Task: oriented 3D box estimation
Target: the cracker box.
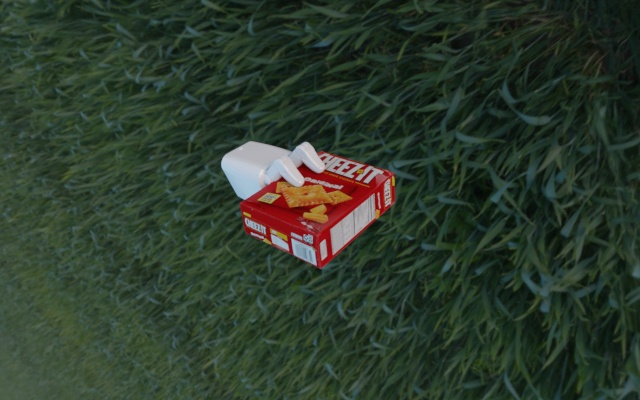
[{"bbox_3d":[0.000,0.003,0.799,0.164,0.072,0.213,21,42,33],"label":"cracker box"}]
